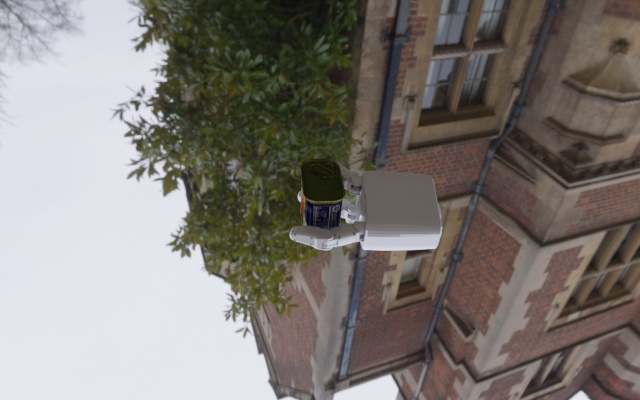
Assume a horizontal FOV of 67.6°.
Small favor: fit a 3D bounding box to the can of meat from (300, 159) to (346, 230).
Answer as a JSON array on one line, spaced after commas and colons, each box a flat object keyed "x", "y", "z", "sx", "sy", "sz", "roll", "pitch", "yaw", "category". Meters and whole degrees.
[{"x": 0.000, "y": 0.003, "z": 0.686, "sx": 0.057, "sy": 0.084, "sz": 0.102, "roll": -1, "pitch": 38, "yaw": -6, "category": "can of meat"}]
